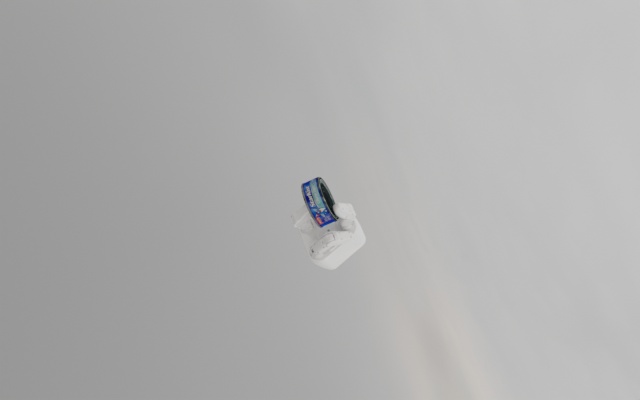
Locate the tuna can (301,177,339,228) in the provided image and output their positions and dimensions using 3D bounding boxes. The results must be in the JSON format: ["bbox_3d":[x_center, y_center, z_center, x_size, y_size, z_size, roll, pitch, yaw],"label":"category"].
[{"bbox_3d":[0.001,0.002,0.833,0.034,0.086,0.086,-23,-5,11],"label":"tuna can"}]
